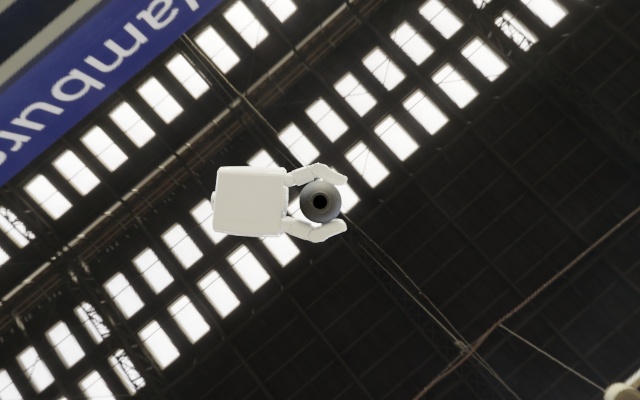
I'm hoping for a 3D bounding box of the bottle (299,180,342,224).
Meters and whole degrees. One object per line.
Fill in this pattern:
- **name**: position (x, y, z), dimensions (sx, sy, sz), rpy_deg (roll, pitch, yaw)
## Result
- **bottle**: position (0.000, 0.002, 0.766), dimensions (0.069, 0.069, 0.296), rpy_deg (0, 0, 0)
